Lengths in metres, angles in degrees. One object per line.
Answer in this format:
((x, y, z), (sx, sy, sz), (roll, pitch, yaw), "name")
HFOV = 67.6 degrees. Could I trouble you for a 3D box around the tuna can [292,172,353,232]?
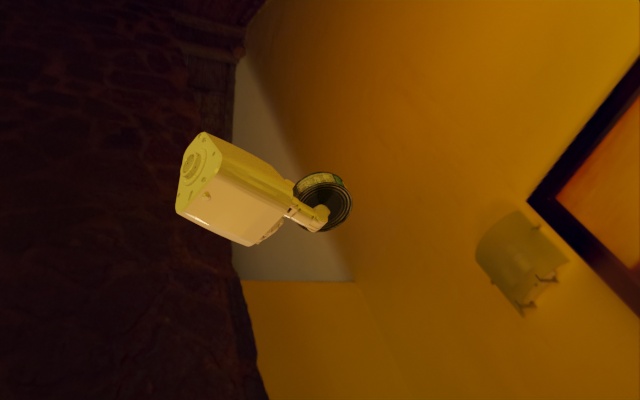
((0.000, 0.002, 0.674), (0.086, 0.086, 0.033), (0, 37, -18), "tuna can")
